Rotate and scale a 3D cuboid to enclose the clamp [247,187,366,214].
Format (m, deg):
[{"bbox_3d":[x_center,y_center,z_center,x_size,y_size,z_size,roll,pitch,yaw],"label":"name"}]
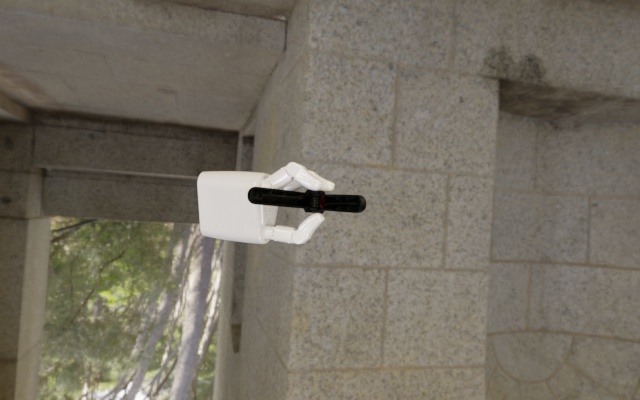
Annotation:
[{"bbox_3d":[0.000,0.003,0.738,0.164,0.036,0.210,6,-1,14],"label":"clamp"}]
